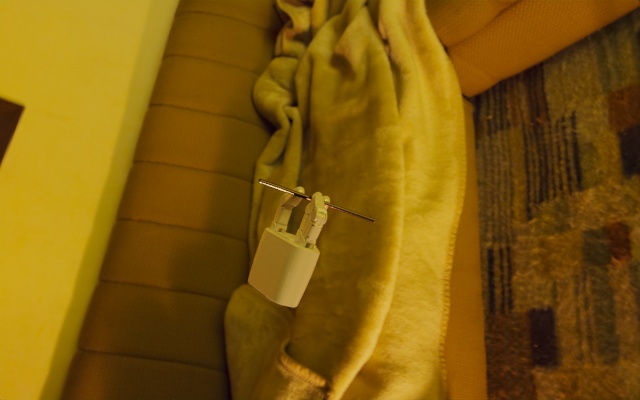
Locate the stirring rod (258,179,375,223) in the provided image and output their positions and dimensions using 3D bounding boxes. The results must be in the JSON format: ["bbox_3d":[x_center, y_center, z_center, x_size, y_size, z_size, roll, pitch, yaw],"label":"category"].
[{"bbox_3d":[0.000,0.003,0.839,0.239,0.011,0.011,19,-10,-28],"label":"stirring rod"}]
